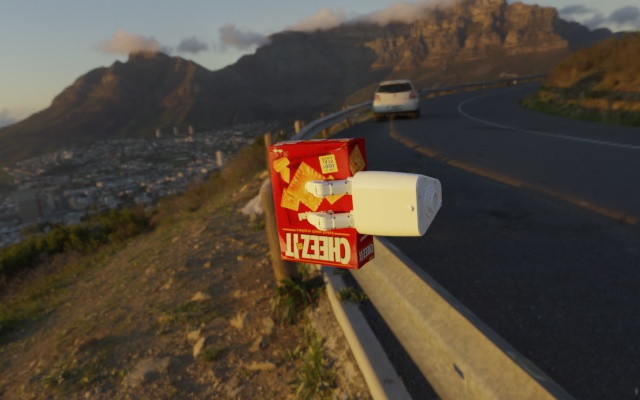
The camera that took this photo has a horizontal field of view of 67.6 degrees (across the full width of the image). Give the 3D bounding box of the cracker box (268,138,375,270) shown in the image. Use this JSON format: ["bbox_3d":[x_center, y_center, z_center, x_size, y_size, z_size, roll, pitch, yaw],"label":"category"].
[{"bbox_3d":[0.000,0.002,0.828,0.164,0.214,0.072,3,15,33],"label":"cracker box"}]
